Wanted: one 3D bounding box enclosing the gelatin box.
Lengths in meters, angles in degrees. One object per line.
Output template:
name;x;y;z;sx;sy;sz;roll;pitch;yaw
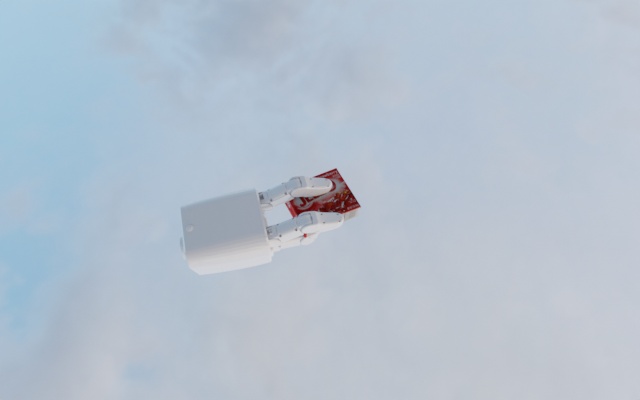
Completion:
gelatin box;0.000;0.002;0.665;0.089;0.073;0.030;-21;-29;-19
